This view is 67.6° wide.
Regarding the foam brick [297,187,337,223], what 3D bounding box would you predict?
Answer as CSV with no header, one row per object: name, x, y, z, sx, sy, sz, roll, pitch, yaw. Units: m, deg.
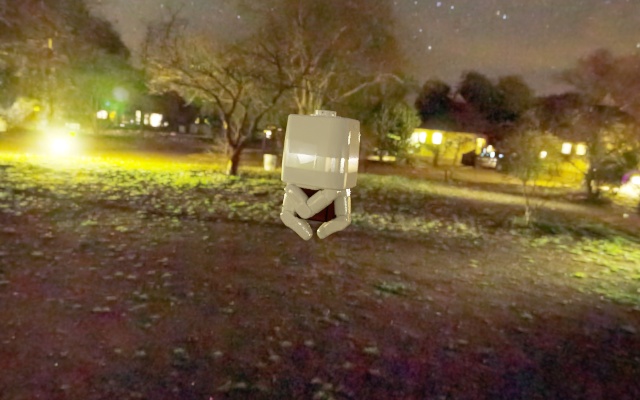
foam brick,0.000,0.003,0.776,0.053,0.051,0.078,7,8,17
